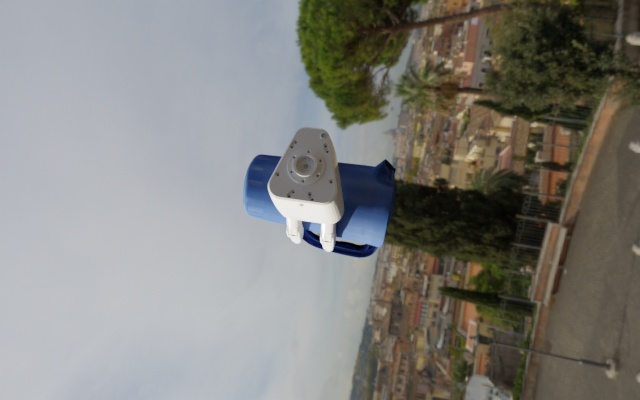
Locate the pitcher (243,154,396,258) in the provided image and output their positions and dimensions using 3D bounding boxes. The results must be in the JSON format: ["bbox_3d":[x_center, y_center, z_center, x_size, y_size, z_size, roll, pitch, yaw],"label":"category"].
[{"bbox_3d":[0.000,0.003,0.801,0.243,0.149,0.145,10,-12,7],"label":"pitcher"}]
